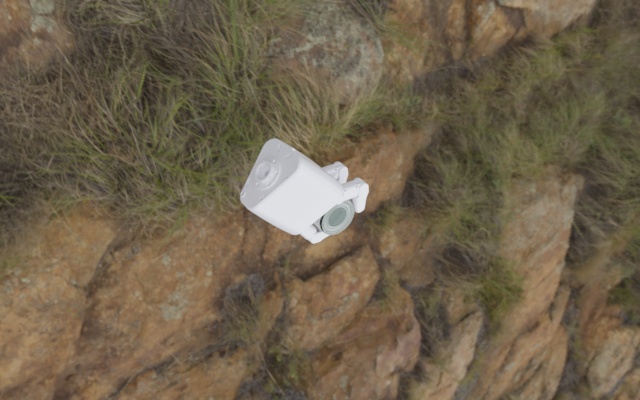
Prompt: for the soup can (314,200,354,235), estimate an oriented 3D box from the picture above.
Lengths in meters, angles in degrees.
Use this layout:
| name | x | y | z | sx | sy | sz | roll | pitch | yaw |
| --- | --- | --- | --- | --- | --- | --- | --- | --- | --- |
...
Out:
| name | x | y | z | sx | sy | sz | roll | pitch | yaw |
| --- | --- | --- | --- | --- | --- | --- | --- | --- | --- |
| soup can | 0.000 | 0.003 | 0.789 | 0.068 | 0.068 | 0.102 | 0 | 30 | -40 |
